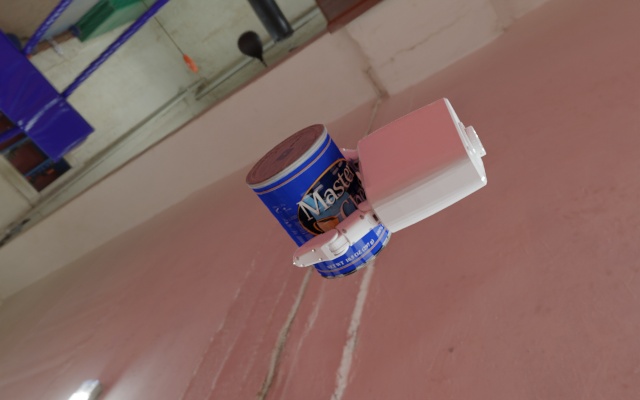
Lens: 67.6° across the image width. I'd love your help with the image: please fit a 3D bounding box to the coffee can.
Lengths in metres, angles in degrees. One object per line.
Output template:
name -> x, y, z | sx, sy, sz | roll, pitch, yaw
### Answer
coffee can -> 0.000, 0.002, 0.531 | 0.103, 0.140, 0.102 | -31, 22, 14
